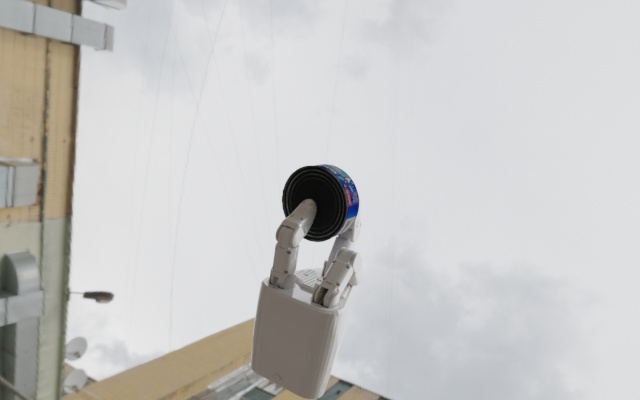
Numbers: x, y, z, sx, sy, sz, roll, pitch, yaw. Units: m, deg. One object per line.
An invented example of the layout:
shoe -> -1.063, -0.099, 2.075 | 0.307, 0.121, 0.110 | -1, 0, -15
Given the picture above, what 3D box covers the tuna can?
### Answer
tuna can -> 0.000, 0.002, 0.540 | 0.086, 0.086, 0.034 | 0, 8, 33
